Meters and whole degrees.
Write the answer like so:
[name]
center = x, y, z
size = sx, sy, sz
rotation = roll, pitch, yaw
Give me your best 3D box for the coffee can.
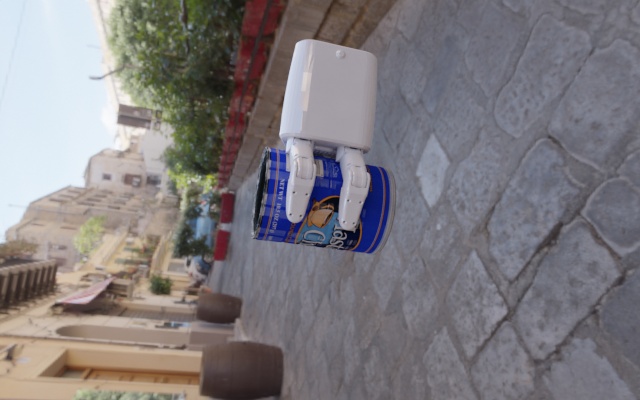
[coffee can]
center = 0.000, 0.002, 0.535
size = 0.140, 0.103, 0.103
rotation = 9, -2, -13
